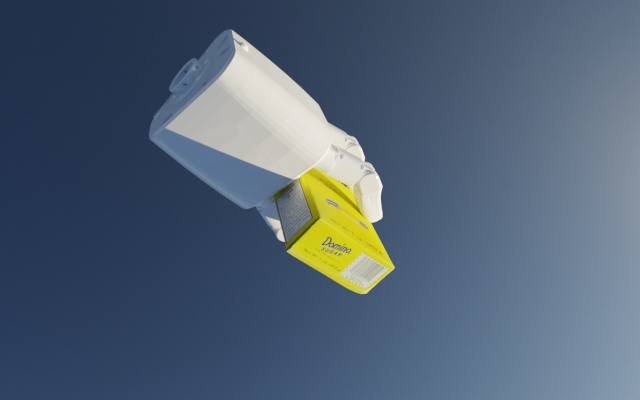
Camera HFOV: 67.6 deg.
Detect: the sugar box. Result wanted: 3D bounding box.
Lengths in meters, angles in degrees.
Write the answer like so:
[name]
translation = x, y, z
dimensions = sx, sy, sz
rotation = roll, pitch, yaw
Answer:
[sugar box]
translation = 0.000, 0.001, 0.455
dimensions = 0.093, 0.048, 0.176
rotation = 35, 21, -31
